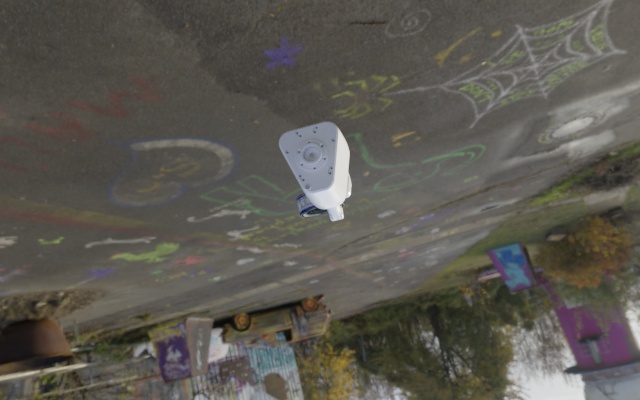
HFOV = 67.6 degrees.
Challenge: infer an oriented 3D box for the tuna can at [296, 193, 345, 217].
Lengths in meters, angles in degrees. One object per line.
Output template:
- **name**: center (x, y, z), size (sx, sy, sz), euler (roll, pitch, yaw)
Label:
- **tuna can**: center (0.000, 0.003, 0.873), size (0.086, 0.033, 0.086), euler (-15, -12, -3)
